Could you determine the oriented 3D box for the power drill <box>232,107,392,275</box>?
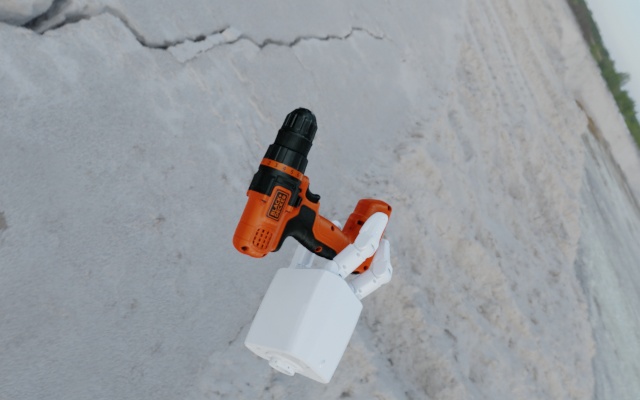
[{"bbox_3d":[0.000,0.002,0.593,0.188,0.184,0.057,26,-4,-31],"label":"power drill"}]
